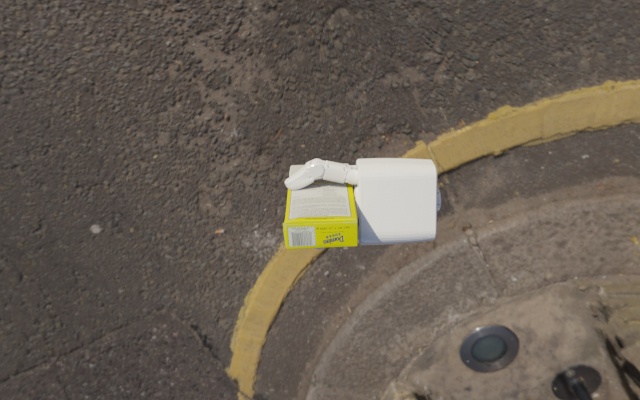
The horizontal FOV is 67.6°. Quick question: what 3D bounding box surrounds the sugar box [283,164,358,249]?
[{"bbox_3d":[0.000,0.003,0.665,0.093,0.048,0.176,-2,25,1],"label":"sugar box"}]
